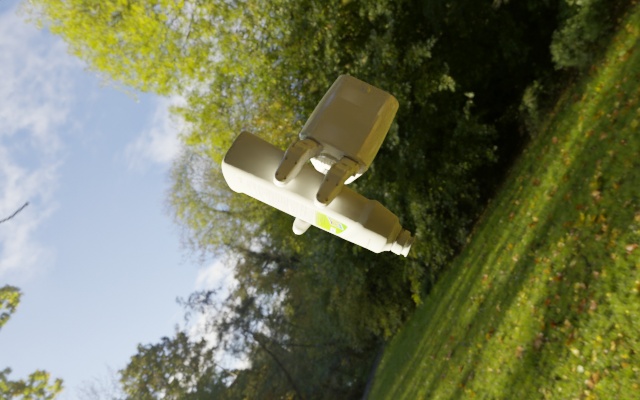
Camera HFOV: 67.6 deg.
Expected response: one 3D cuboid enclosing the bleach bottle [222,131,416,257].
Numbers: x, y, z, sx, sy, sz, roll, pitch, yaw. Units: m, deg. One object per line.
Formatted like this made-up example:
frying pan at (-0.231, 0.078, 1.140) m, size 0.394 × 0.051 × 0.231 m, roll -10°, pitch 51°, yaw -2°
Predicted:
bleach bottle at (0.000, 0.002, 0.609) m, size 0.251 × 0.068 × 0.103 m, roll 27°, pitch -15°, yaw 9°
